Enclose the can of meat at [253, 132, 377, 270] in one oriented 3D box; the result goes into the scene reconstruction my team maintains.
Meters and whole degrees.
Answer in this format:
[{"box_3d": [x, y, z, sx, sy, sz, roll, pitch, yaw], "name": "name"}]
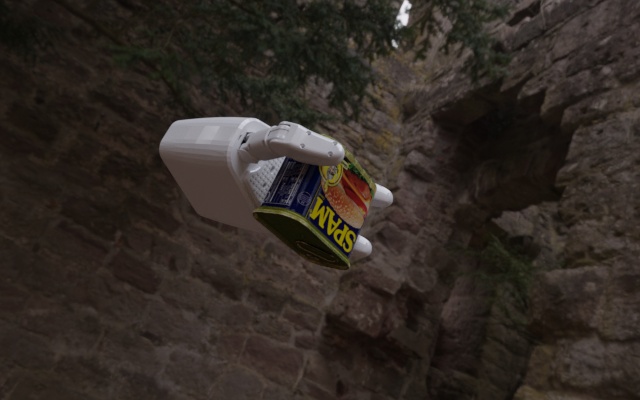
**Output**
[{"box_3d": [0.000, 0.001, 0.426, 0.057, 0.084, 0.102, 5, -29, 39], "name": "can of meat"}]
